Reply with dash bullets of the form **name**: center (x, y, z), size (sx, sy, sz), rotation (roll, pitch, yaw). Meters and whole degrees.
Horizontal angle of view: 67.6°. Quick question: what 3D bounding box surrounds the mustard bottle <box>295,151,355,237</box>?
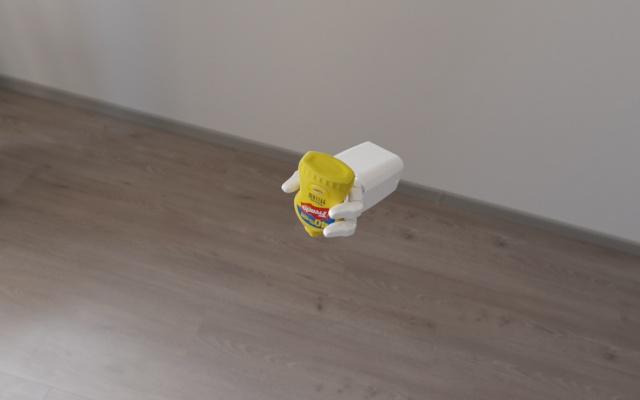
- **mustard bottle**: center (0.000, 0.003, 0.869), size (0.096, 0.058, 0.192), rotation (25, -39, 11)
